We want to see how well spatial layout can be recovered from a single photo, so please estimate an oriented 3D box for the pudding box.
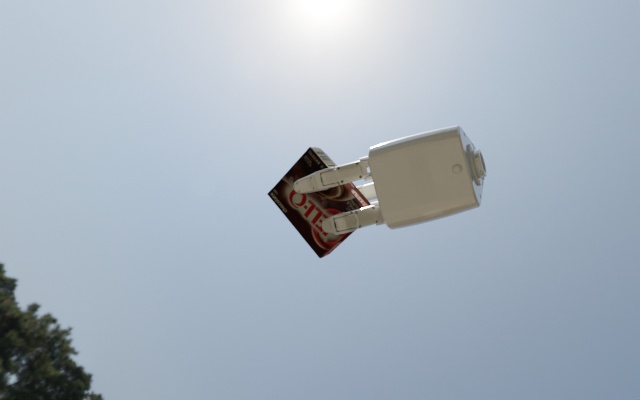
[{"bbox_3d":[0.000,0.002,0.607,0.090,0.113,0.039,-45,-15,23],"label":"pudding box"}]
